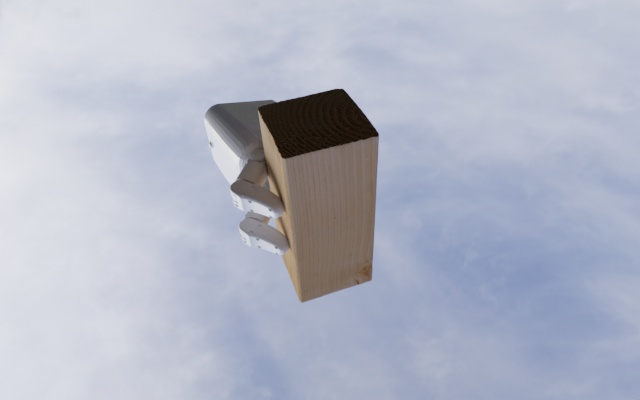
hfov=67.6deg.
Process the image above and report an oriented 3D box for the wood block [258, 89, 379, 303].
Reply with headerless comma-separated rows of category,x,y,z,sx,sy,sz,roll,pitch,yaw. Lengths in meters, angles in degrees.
wood block,0.000,0.001,0.503,0.091,0.206,0.090,-16,45,-13
